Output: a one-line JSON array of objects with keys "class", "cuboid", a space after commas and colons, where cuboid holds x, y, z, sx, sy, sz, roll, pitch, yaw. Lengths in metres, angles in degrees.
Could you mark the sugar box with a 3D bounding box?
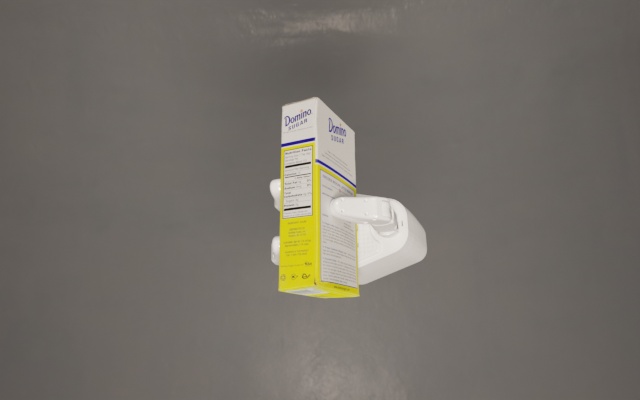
[{"class": "sugar box", "cuboid": [0.000, 0.002, 0.461, 0.048, 0.176, 0.093, -11, -19, 25]}]
